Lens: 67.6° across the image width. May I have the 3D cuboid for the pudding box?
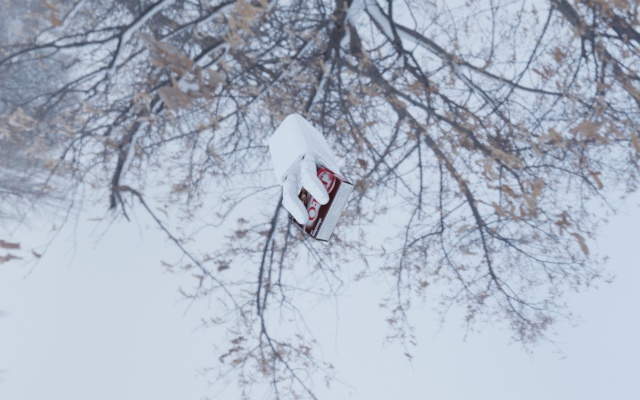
[{"bbox_3d":[0.000,0.003,0.828,0.039,0.113,0.090,14,13,-39],"label":"pudding box"}]
